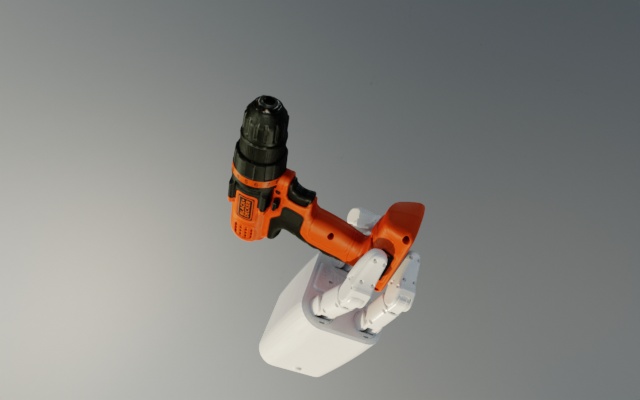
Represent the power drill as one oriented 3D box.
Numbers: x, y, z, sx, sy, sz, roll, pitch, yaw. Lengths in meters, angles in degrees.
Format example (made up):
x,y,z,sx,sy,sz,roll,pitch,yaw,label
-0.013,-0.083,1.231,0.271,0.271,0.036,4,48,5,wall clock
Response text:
x,y,z,sx,sy,sz,roll,pitch,yaw,label
0.000,0.002,0.463,0.187,0.057,0.185,25,-39,7,power drill
